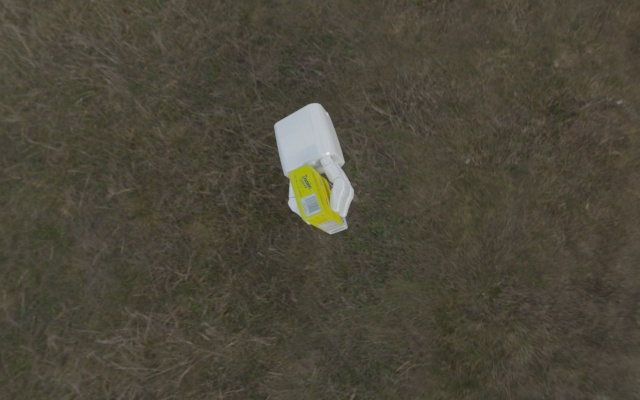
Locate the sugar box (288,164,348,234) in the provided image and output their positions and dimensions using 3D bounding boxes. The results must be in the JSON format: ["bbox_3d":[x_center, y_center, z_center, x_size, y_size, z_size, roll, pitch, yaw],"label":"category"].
[{"bbox_3d":[0.001,0.003,0.876,0.048,0.093,0.176,-21,-16,14],"label":"sugar box"}]
